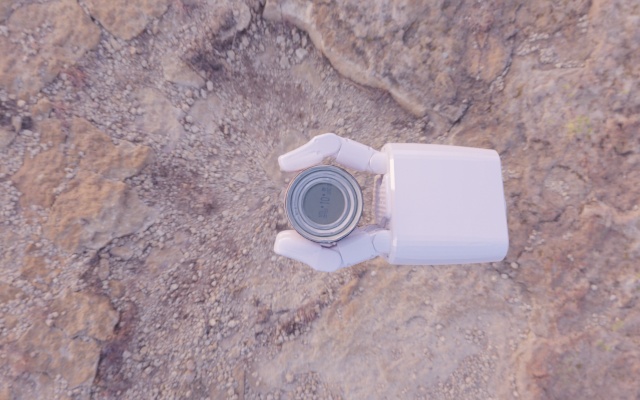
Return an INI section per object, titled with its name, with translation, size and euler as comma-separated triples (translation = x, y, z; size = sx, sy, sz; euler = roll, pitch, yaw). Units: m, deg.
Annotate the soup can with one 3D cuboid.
[soup can]
translation = 0.000, 0.001, 0.443
size = 0.068, 0.068, 0.102
euler = 0, 2, -4
